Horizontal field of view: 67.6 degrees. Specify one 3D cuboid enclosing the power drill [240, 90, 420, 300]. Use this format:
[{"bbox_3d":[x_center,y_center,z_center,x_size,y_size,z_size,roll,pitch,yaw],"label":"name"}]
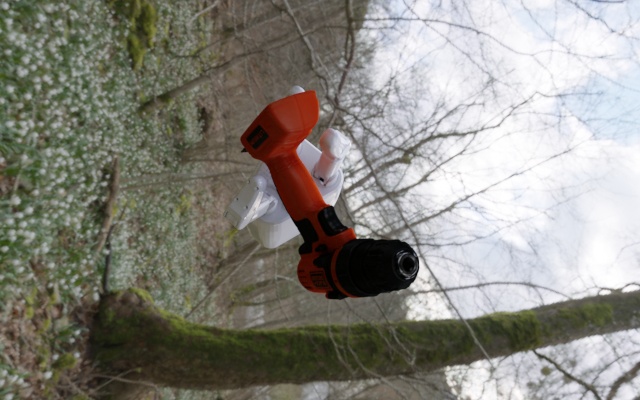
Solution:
[{"bbox_3d":[0.000,0.001,0.435,0.057,0.187,0.184,-23,0,-28],"label":"power drill"}]
